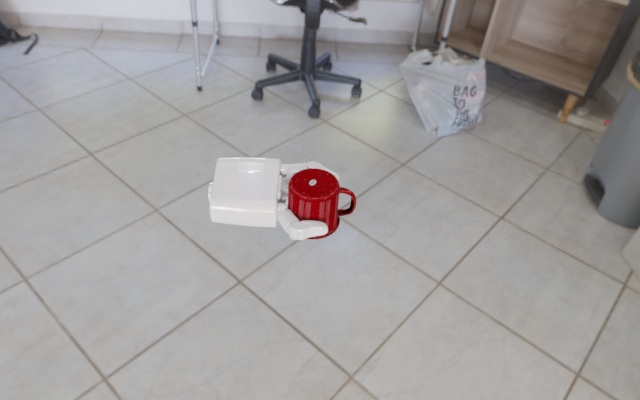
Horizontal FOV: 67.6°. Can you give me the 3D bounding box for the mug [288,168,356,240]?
[{"bbox_3d":[0.002,0.002,0.775,0.117,0.082,0.093,1,42,-3],"label":"mug"}]
